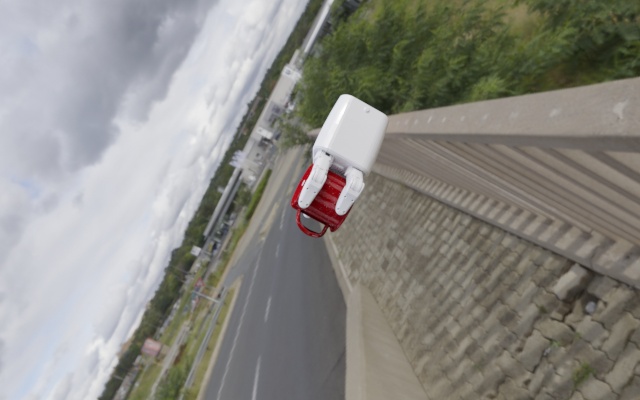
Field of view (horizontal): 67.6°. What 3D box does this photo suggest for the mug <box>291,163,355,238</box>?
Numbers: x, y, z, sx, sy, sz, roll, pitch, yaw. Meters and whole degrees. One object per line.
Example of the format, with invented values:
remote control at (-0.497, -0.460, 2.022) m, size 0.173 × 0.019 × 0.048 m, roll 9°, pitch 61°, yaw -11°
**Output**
mug at (-0.001, 0.004, 0.765) m, size 0.081 × 0.117 × 0.093 m, roll 28°, pitch -19°, yaw -9°
